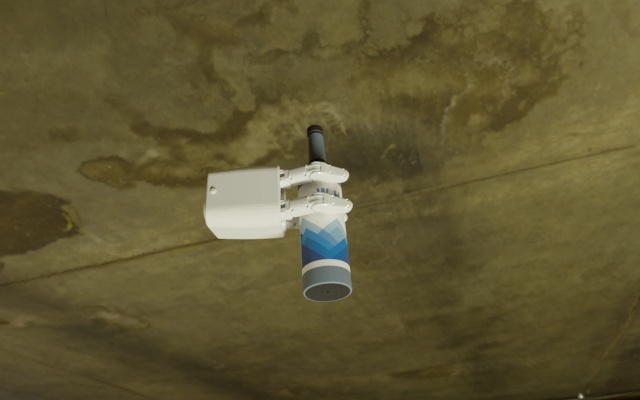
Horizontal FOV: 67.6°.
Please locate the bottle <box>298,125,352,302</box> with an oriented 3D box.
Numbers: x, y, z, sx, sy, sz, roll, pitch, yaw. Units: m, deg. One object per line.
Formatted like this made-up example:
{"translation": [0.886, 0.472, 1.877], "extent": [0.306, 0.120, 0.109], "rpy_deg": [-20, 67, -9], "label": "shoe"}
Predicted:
{"translation": [0.000, 0.003, 0.725], "extent": [0.069, 0.295, 0.069], "rpy_deg": [-3, -34, -2], "label": "bottle"}
